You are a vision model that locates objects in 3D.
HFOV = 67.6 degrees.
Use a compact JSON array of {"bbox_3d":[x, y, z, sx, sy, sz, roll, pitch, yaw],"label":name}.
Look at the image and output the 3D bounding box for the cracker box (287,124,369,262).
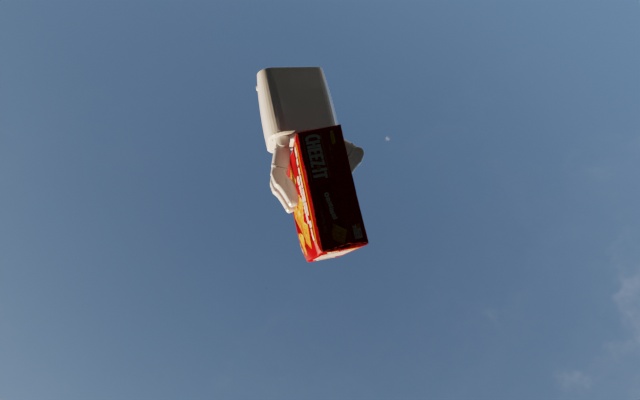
[{"bbox_3d":[0.000,0.002,0.712,0.072,0.164,0.214,-12,-9,-8],"label":"cracker box"}]
